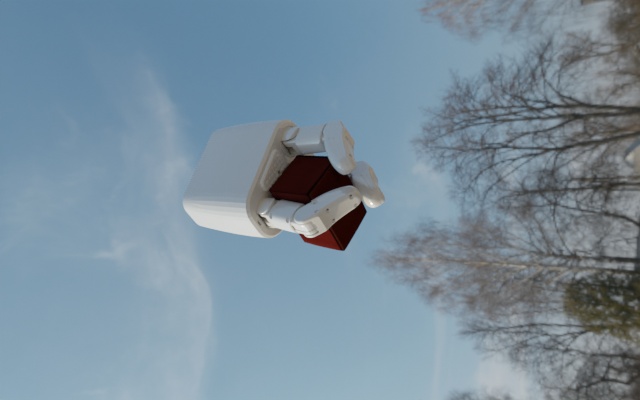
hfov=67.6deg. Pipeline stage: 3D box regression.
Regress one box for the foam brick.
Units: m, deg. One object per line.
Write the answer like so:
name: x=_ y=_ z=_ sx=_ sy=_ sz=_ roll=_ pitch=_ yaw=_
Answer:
foam brick: x=0.000 y=0.002 z=0.459 sx=0.051 sy=0.053 sz=0.078 roll=6 pitch=-41 yaw=41
